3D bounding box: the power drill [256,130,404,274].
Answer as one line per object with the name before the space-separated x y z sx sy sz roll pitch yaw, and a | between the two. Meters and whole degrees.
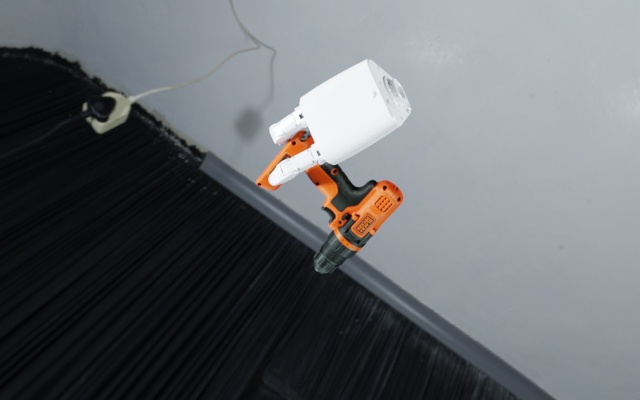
power drill | 0.000 0.002 0.711 0.187 0.184 0.057 39 21 -7
